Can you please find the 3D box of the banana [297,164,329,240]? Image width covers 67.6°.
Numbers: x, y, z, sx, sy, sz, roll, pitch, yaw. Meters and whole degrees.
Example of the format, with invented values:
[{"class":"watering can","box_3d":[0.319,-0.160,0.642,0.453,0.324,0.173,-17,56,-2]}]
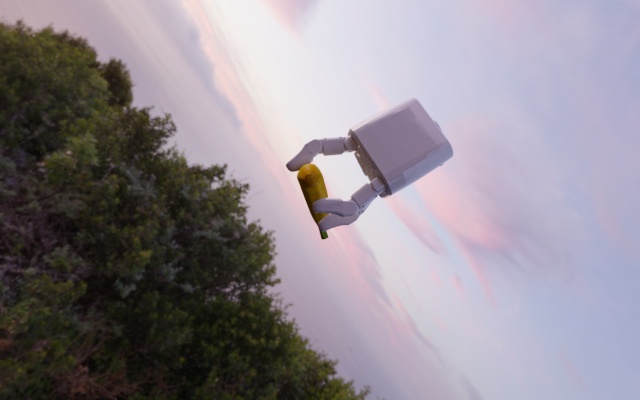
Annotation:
[{"class":"banana","box_3d":[-0.007,-0.011,0.696,0.037,0.069,0.198,-24,-27,-3]}]
